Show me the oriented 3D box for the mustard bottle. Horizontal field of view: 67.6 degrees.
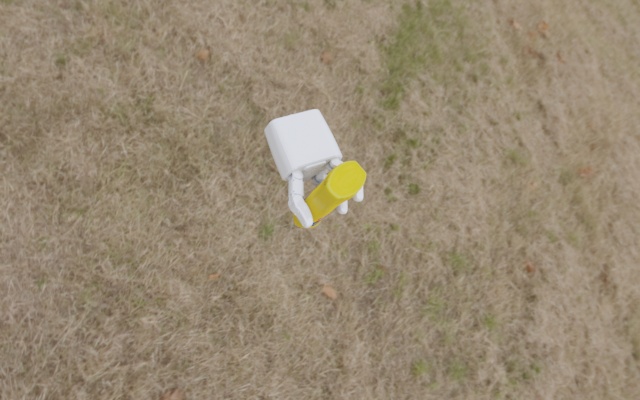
[{"bbox_3d":[0.000,0.003,0.875,0.096,0.058,0.192,-43,2,-40],"label":"mustard bottle"}]
